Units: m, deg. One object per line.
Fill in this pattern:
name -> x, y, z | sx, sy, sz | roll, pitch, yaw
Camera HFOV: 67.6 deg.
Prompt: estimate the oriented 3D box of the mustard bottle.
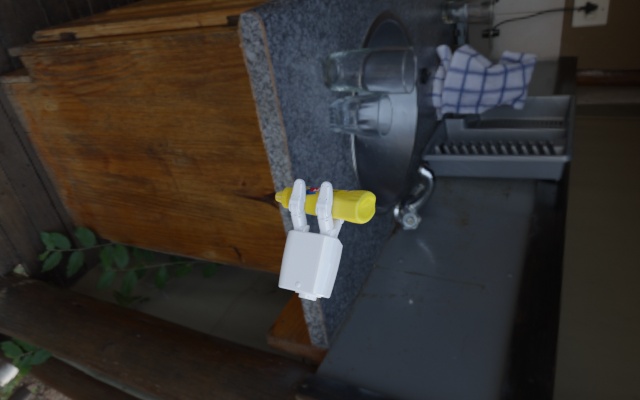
mustard bottle -> 0.000, 0.003, 0.899 | 0.191, 0.058, 0.096 | 7, 12, 26
